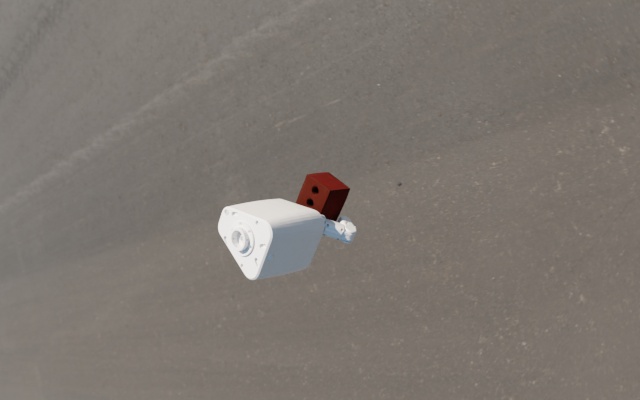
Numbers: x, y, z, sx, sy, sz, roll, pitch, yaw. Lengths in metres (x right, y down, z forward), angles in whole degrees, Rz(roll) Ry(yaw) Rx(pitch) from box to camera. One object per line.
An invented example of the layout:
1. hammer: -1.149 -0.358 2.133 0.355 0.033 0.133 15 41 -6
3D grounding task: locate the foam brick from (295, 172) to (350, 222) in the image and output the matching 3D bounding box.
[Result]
1. foam brick: 0.000 0.002 0.740 0.053 0.078 0.051 37 26 32
